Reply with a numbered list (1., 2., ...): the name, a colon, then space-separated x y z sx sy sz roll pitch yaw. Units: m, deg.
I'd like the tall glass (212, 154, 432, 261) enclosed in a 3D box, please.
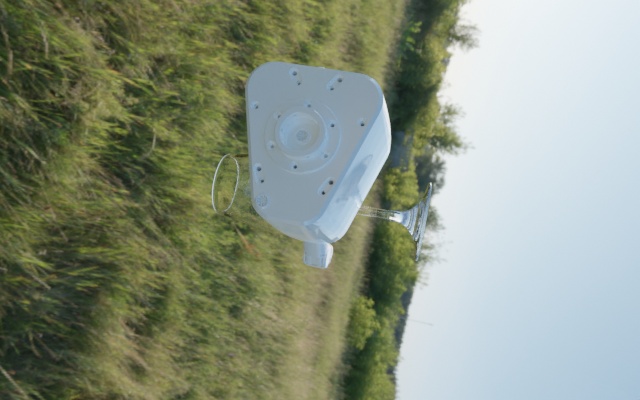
1. tall glass: 0.001 0.002 0.463 0.201 0.079 0.079 11 2 10
